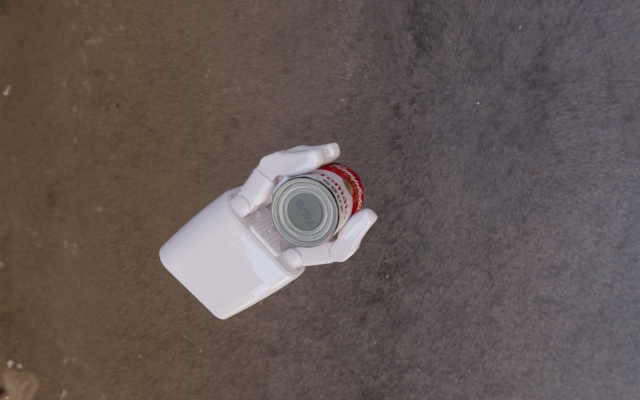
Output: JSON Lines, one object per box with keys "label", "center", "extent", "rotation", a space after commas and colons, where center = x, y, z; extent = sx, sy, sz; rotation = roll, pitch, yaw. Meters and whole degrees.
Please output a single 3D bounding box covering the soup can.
{"label": "soup can", "center": [0.000, 0.001, 0.475], "extent": [0.068, 0.068, 0.102], "rotation": [0, 11, 18]}
